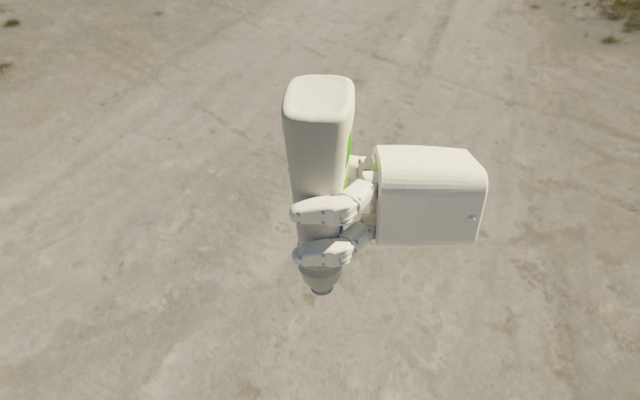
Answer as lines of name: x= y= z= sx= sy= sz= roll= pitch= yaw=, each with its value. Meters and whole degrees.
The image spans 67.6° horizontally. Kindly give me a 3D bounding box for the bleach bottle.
bleach bottle: x=0.000 y=0.002 z=0.518 sx=0.068 sy=0.251 sz=0.102 roll=2 pitch=38 yaw=5
